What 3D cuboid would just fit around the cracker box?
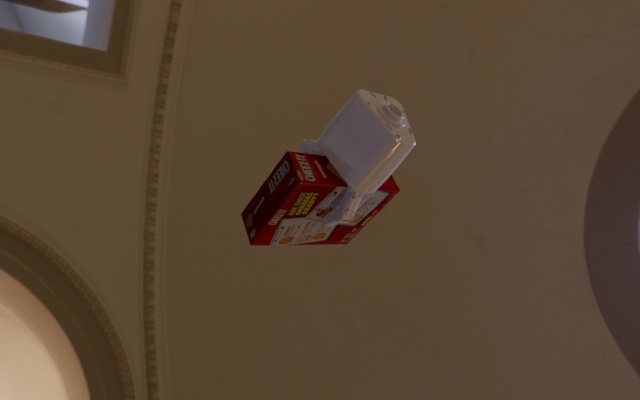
[{"bbox_3d":[0.000,0.003,0.796,0.214,0.072,0.164,4,-40,-39],"label":"cracker box"}]
